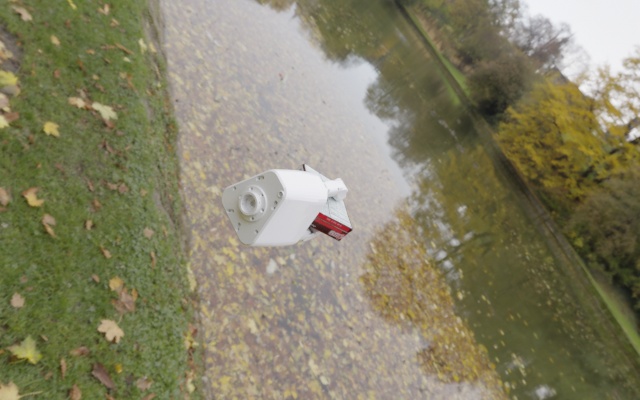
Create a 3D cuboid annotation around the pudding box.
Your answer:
[{"bbox_3d":[0.000,0.002,0.785,0.039,0.113,0.090,-39,-48,25],"label":"pudding box"}]
